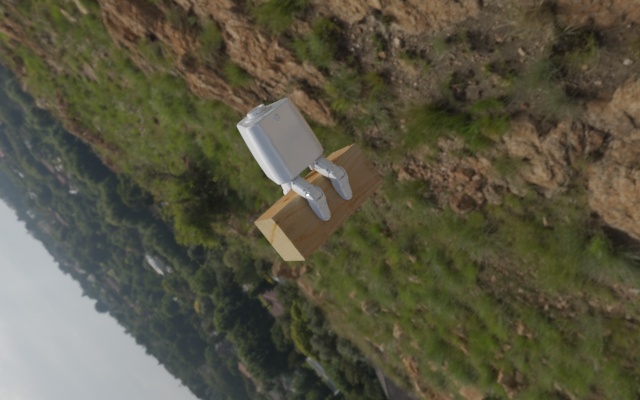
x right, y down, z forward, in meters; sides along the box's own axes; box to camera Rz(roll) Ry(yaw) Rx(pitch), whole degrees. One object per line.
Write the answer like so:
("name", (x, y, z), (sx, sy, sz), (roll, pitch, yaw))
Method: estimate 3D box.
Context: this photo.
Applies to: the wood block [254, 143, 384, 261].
("wood block", (0.000, 0.003, 0.825), (0.206, 0.090, 0.091), (-43, 13, -24))
